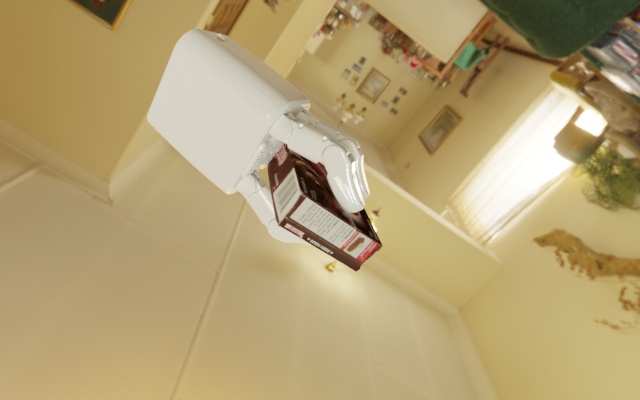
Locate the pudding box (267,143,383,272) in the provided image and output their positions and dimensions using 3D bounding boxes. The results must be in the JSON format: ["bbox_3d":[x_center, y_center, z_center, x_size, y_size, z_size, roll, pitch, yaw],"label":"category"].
[{"bbox_3d":[0.000,0.002,0.432,0.090,0.039,0.113,32,21,-25],"label":"pudding box"}]
